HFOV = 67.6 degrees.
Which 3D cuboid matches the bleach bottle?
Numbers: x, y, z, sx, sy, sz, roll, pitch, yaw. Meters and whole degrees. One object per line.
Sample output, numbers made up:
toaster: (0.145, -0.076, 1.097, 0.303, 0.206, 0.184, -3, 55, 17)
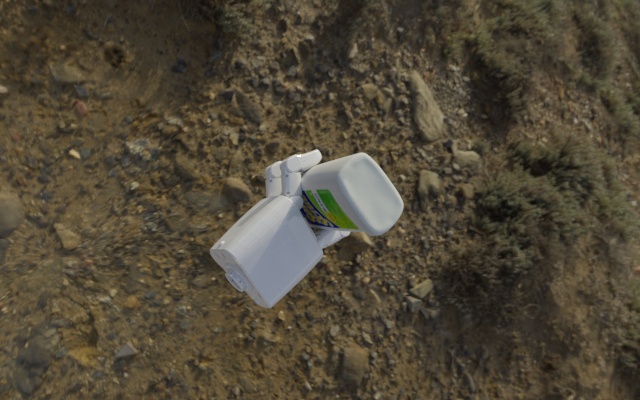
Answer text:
bleach bottle: (0.000, 0.002, 0.673, 0.068, 0.102, 0.251, -44, 15, -26)
